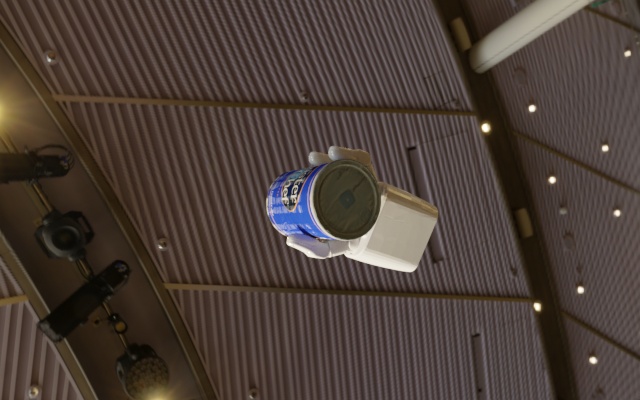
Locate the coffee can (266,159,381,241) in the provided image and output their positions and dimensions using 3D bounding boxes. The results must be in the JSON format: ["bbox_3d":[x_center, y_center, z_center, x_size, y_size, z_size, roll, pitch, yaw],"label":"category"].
[{"bbox_3d":[0.000,0.002,0.653,0.103,0.103,0.140,0,-3,-30],"label":"coffee can"}]
